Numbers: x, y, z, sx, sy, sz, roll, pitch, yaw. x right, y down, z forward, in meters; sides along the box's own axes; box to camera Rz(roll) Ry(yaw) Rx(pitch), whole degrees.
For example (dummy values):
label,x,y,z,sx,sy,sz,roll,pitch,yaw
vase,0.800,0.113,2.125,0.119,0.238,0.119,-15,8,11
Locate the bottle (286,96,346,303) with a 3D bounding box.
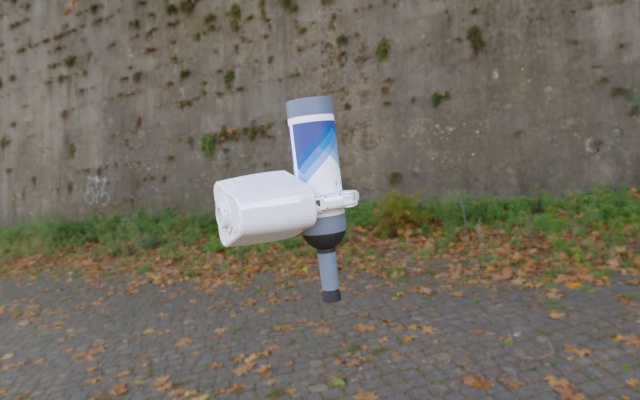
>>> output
label,x,y,z,sx,sy,sz,roll,pitch,yaw
bottle,0.000,0.002,0.695,0.069,0.296,0.069,-7,5,1
